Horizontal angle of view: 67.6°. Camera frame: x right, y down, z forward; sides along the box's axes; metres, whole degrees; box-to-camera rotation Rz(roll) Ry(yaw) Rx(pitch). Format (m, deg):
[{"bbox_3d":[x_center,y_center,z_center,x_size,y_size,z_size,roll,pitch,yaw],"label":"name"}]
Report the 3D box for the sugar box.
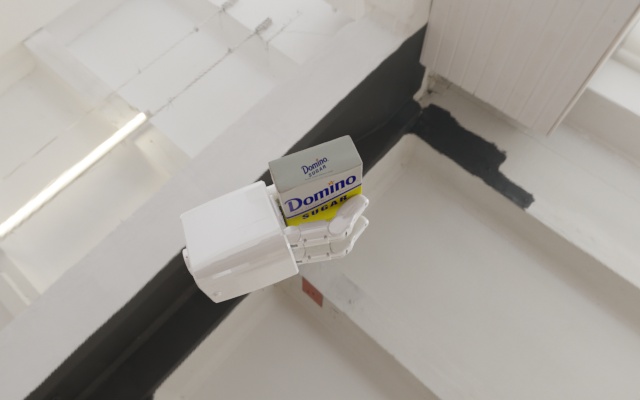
[{"bbox_3d":[0.000,0.002,0.561,0.093,0.048,0.176,-19,-25,-5],"label":"sugar box"}]
